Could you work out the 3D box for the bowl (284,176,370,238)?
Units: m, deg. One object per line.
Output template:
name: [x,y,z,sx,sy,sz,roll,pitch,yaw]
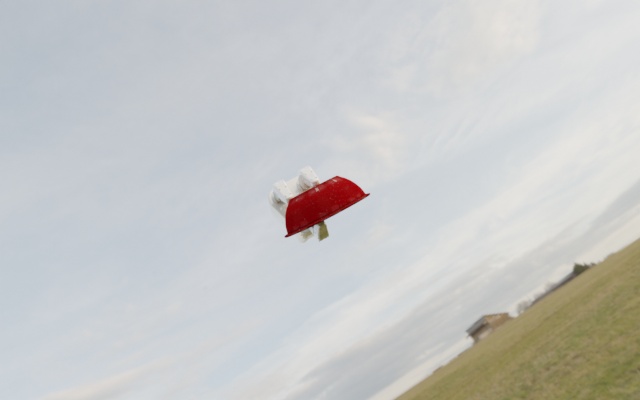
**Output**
bowl: [0.000,0.002,0.800,0.162,0.055,0.162,-27,1,1]
